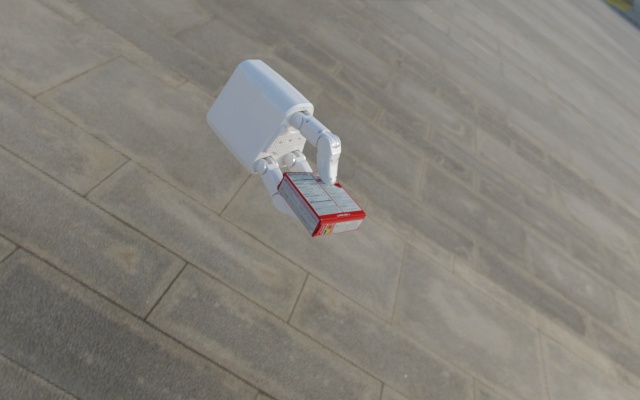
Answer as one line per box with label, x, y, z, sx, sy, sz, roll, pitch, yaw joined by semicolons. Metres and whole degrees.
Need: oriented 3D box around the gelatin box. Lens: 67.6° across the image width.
gelatin box;0.000;0.002;0.579;0.073;0.030;0.089;-5;43;-41
